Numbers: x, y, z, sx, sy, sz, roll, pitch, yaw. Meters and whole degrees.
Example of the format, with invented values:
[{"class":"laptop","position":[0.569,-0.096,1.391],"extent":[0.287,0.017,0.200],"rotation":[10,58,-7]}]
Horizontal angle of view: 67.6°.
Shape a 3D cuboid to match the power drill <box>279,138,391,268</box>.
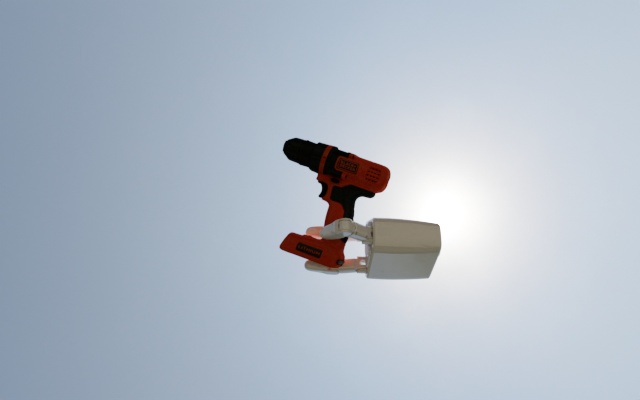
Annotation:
[{"class":"power drill","position":[0.000,0.003,0.772],"extent":[0.184,0.187,0.057],"rotation":[20,-1,14]}]
